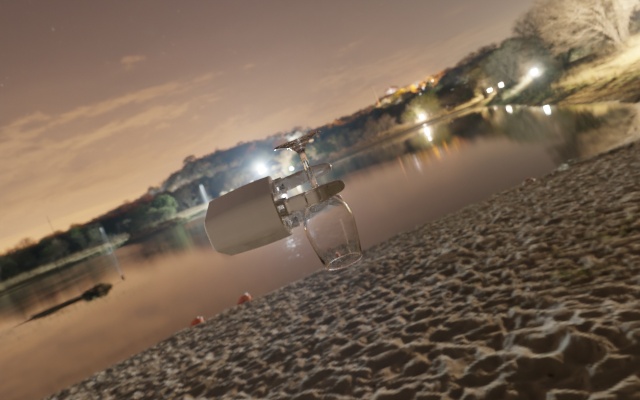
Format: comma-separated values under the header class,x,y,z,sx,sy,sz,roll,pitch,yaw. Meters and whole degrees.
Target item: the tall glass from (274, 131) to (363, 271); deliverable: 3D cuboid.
class,x,y,z,sx,sy,sz,roll,pitch,yaw
tall glass,0.000,0.002,0.719,0.079,0.201,0.079,-21,6,2
